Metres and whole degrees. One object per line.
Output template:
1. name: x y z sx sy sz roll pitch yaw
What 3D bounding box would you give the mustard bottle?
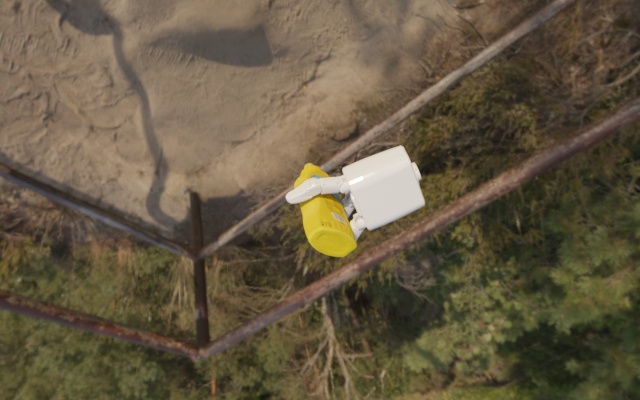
1. mustard bottle: 0.000 0.003 0.823 0.096 0.191 0.058 29 -59 -38
